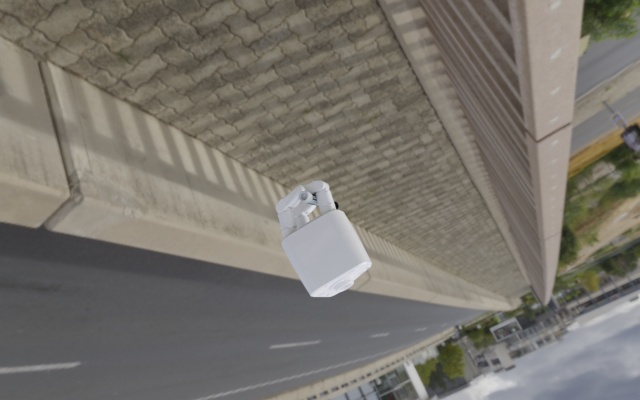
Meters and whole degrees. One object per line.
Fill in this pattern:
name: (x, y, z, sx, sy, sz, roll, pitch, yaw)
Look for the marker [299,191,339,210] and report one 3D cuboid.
marker: (0.000, 0.003, 0.844, 0.020, 0.020, 0.121, 0, -9, 28)
